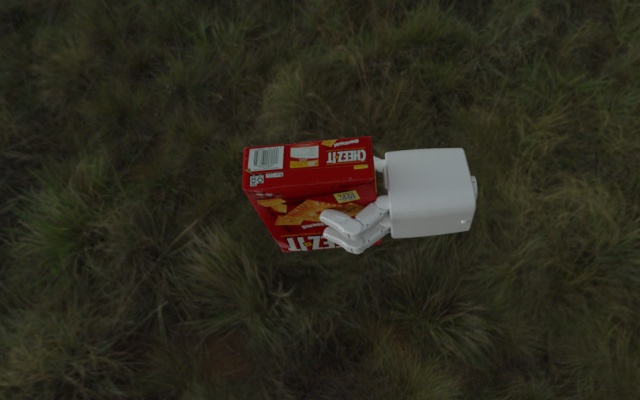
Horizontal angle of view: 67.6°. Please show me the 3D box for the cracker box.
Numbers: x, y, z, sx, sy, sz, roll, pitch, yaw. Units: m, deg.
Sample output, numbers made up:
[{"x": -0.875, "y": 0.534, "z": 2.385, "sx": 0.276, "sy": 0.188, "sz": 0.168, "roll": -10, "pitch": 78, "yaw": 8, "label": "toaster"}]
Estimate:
[{"x": 0.000, "y": 0.002, "z": 0.669, "sx": 0.164, "sy": 0.072, "sz": 0.214, "roll": -4, "pitch": -28, "yaw": 8, "label": "cracker box"}]
